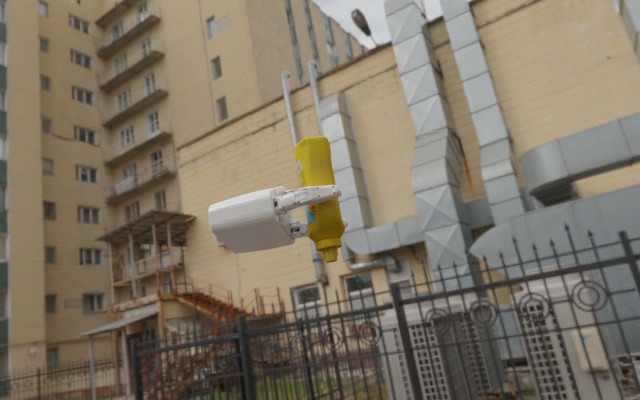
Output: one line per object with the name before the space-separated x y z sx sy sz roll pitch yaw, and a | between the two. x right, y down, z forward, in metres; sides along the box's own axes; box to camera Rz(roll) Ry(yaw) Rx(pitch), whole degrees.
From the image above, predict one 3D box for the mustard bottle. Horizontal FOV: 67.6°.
mustard bottle | 0.000 0.002 0.753 0.058 0.191 0.096 -6 -15 -14
